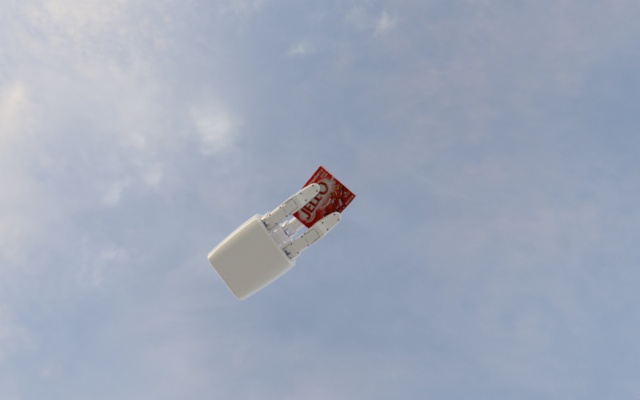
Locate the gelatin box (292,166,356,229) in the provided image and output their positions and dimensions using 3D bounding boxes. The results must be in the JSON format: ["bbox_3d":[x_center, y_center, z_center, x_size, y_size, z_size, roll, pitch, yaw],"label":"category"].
[{"bbox_3d":[0.000,0.002,0.746,0.073,0.089,0.030,40,4,1],"label":"gelatin box"}]
